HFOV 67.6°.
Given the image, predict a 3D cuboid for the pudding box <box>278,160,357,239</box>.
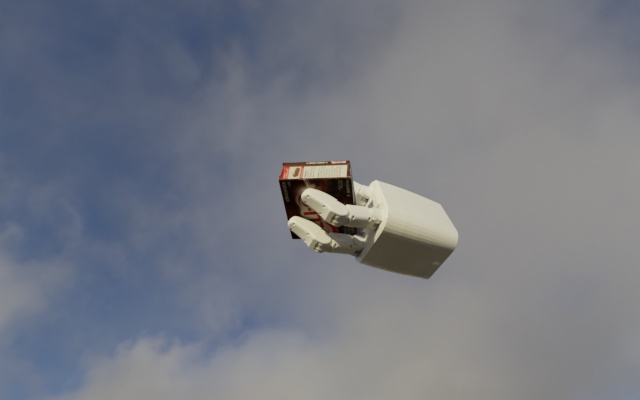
[{"bbox_3d":[0.000,0.002,0.619,0.090,0.114,0.039,-2,42,8],"label":"pudding box"}]
